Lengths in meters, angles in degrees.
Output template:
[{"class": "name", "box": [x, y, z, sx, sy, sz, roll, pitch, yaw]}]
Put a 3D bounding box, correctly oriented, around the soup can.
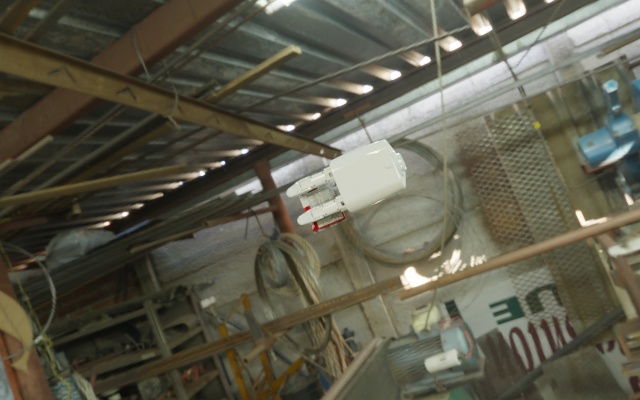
[{"class": "soup can", "box": [0.000, 0.003, 0.893, 0.068, 0.102, 0.068, -22, -3, -1]}]
